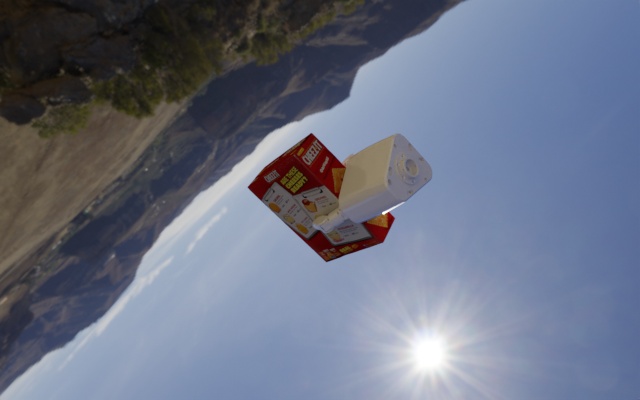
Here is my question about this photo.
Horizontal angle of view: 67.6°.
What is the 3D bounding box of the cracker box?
[{"bbox_3d":[0.000,0.003,0.847,0.164,0.214,0.072,-27,23,49],"label":"cracker box"}]
